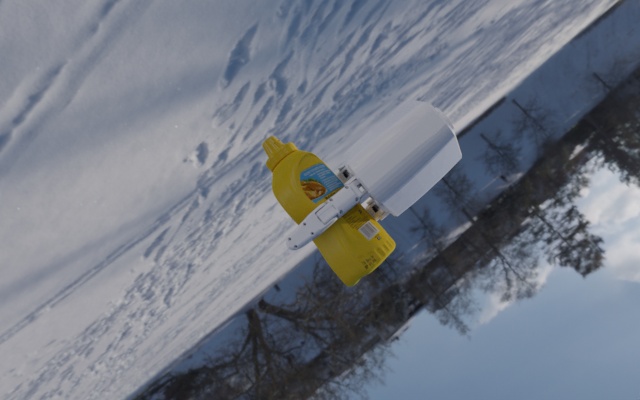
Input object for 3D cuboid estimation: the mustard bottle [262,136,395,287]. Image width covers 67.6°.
[{"bbox_3d":[0.000,0.002,0.548,0.058,0.191,0.096,-44,-7,33],"label":"mustard bottle"}]
